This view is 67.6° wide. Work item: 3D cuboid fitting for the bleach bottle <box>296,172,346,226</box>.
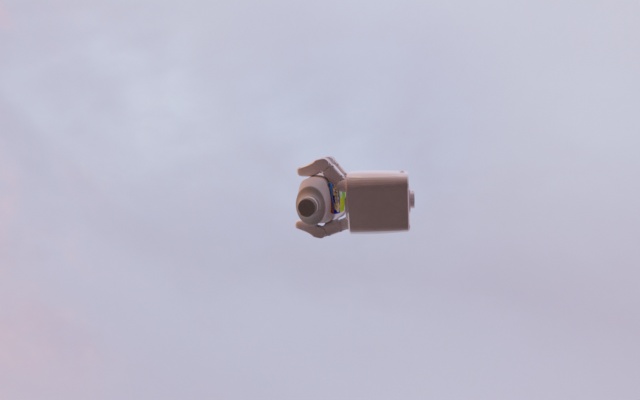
[{"bbox_3d":[0.000,0.003,0.858,0.068,0.102,0.251,-1,8,10],"label":"bleach bottle"}]
